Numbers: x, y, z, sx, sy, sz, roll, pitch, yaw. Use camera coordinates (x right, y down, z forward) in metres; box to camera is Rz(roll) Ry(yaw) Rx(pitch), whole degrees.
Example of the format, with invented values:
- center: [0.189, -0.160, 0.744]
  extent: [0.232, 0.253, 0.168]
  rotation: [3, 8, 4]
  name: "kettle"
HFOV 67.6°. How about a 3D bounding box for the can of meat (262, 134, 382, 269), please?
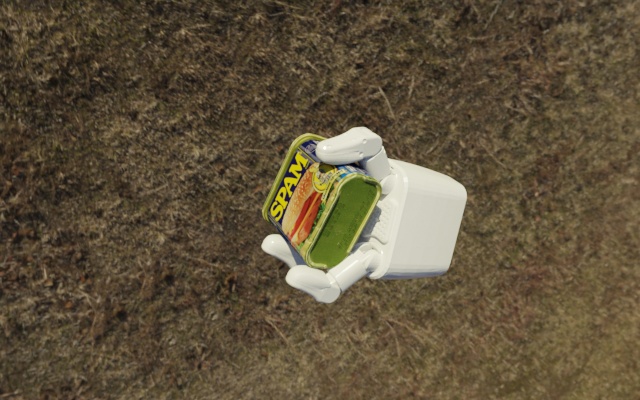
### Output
- center: [0.000, 0.002, 0.449]
  extent: [0.057, 0.102, 0.084]
  rotation: [12, 22, -41]
  name: "can of meat"
